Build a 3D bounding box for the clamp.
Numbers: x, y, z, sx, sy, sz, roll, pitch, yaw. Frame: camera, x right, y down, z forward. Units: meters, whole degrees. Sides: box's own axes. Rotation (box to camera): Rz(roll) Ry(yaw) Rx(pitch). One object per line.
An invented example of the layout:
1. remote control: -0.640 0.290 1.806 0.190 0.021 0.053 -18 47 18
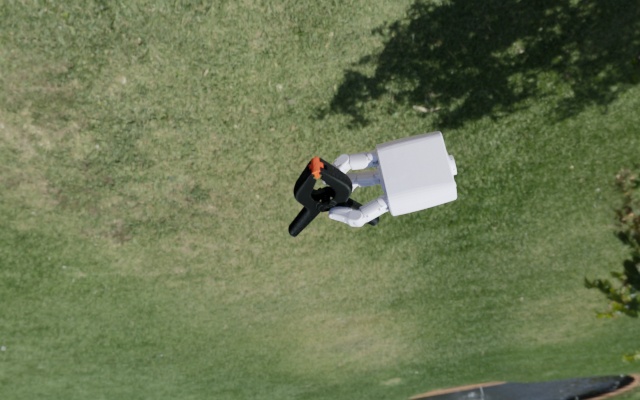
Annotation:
1. clamp: 0.000 0.003 0.790 0.164 0.036 0.210 -13 -32 11
